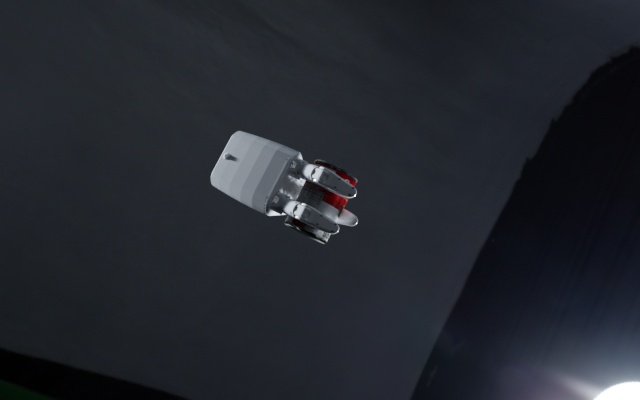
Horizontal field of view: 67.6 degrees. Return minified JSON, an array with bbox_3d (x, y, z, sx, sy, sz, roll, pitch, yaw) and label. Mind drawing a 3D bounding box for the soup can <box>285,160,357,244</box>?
[{"bbox_3d":[0.000,0.003,0.681,0.068,0.102,0.068,26,-7,3],"label":"soup can"}]
